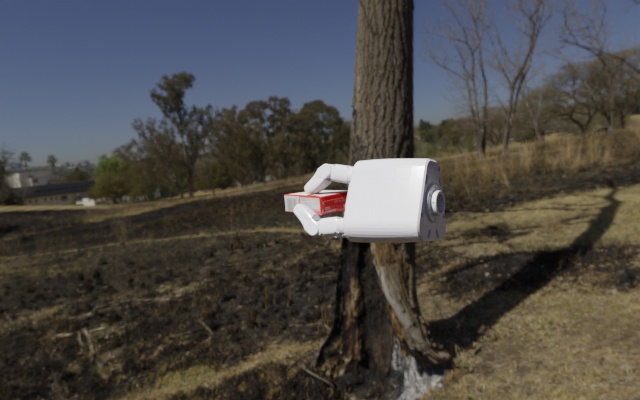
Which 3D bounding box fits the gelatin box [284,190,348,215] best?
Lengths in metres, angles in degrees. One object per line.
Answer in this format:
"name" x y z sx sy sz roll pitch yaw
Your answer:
"gelatin box" 0.000 0.002 0.728 0.073 0.030 0.089 -10 9 -41
